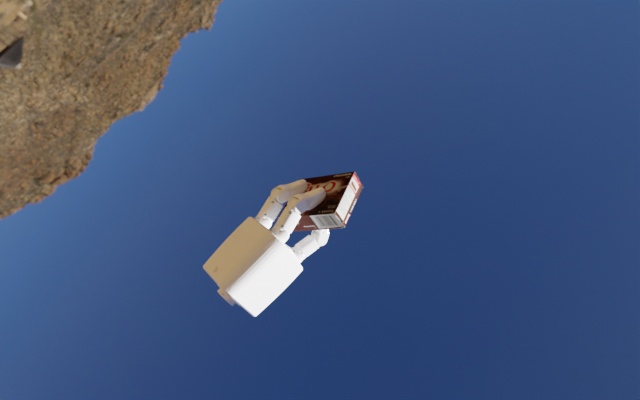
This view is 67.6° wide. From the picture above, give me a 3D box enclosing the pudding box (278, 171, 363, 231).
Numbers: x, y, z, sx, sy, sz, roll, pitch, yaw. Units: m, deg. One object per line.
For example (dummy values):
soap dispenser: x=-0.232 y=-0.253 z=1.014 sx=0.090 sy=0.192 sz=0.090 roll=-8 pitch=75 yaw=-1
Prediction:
pudding box: x=0.000 y=0.003 z=0.746 sx=0.113 sy=0.090 sz=0.039 roll=-4 pitch=-46 yaw=35
